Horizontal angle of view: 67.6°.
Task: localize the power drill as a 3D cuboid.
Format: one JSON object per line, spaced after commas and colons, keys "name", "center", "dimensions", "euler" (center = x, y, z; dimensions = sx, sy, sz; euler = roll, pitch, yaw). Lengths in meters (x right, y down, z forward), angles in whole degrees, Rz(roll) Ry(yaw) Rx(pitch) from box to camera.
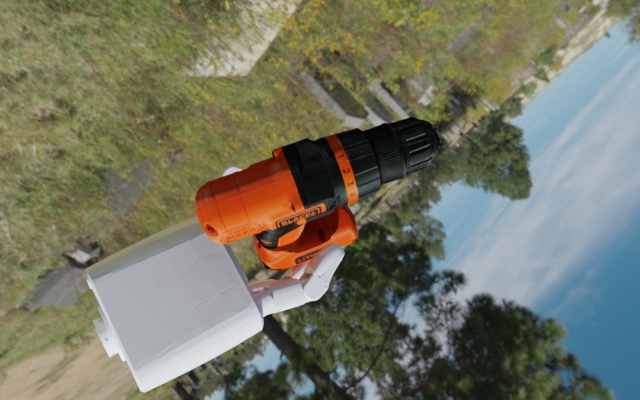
{"name": "power drill", "center": [0.000, 0.002, 0.412], "dimensions": [0.184, 0.057, 0.188], "euler": [-18, -18, -6]}
